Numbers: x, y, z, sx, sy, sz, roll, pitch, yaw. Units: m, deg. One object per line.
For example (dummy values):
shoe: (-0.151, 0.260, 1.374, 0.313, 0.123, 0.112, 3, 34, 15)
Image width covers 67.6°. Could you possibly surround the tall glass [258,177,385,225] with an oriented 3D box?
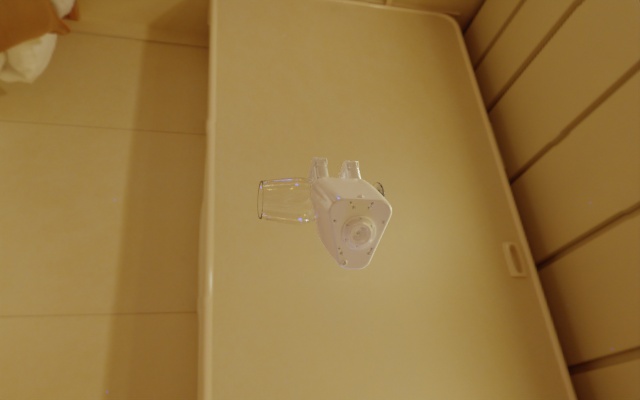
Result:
tall glass: (0.001, 0.003, 0.787, 0.201, 0.079, 0.079, 2, -1, -15)
